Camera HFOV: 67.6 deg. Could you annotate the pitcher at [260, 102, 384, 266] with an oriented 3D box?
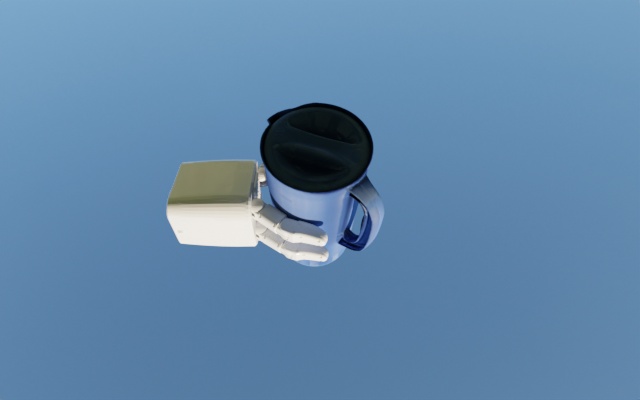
[{"bbox_3d":[0.000,0.002,0.648,0.145,0.149,0.243,0,-32,-1],"label":"pitcher"}]
